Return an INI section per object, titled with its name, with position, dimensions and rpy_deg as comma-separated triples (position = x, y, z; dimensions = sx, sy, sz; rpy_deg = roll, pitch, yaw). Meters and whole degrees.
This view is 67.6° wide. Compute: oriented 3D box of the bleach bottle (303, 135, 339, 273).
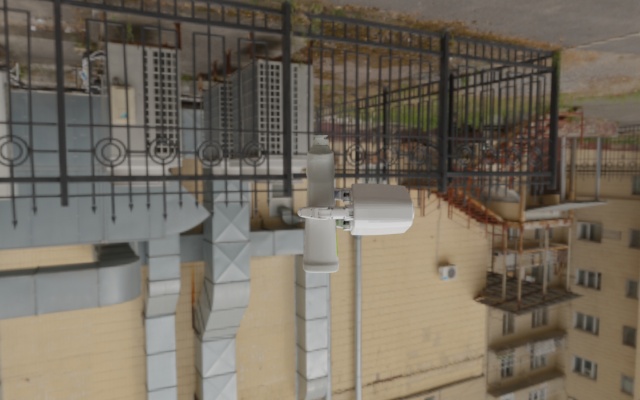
[bleach bottle]
position = 0.000, 0.003, 0.900
dimensions = 0.068, 0.251, 0.102
rpy_deg = 0, 4, -2
